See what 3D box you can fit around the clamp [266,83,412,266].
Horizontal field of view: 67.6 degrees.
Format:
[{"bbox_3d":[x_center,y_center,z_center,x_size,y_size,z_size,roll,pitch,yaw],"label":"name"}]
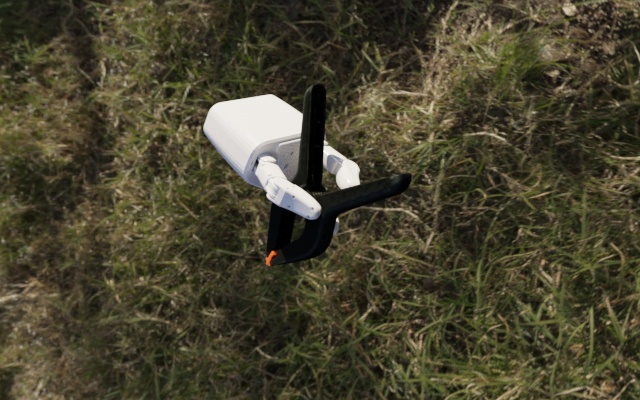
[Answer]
[{"bbox_3d":[-0.001,0.002,0.518,0.036,0.210,0.164,-1,36,-45],"label":"clamp"}]
